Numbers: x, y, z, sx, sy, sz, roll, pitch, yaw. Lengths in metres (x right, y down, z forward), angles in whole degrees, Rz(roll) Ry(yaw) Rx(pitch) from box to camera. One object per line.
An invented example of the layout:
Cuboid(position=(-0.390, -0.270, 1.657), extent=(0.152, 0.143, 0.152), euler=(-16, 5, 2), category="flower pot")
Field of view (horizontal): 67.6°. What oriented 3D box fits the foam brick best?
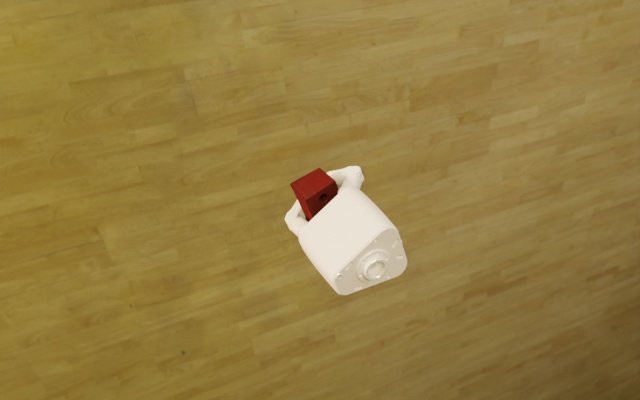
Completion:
Cuboid(position=(0.000, 0.002, 0.700), extent=(0.053, 0.078, 0.051), euler=(-32, 38, -11), category="foam brick")
